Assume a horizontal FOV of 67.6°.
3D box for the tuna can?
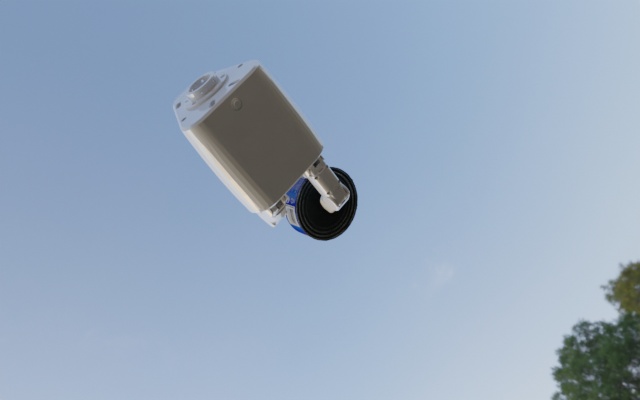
[{"bbox_3d":[0.000,0.002,0.557,0.086,0.086,0.033,0,9,-35],"label":"tuna can"}]
